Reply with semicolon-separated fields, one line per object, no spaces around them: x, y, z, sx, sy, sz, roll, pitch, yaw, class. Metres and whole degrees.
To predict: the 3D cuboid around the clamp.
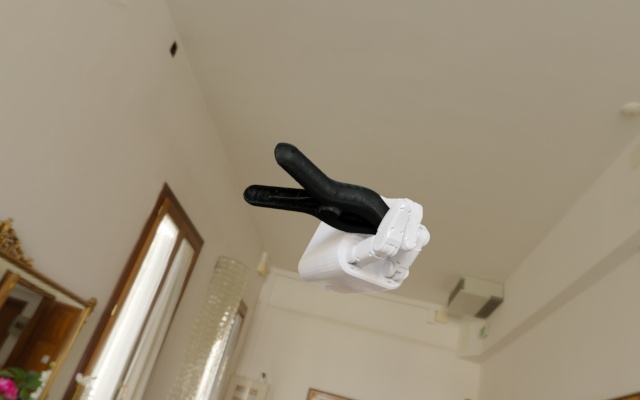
0.000;0.001;0.523;0.171;0.039;0.120;28;-27;-23;clamp
